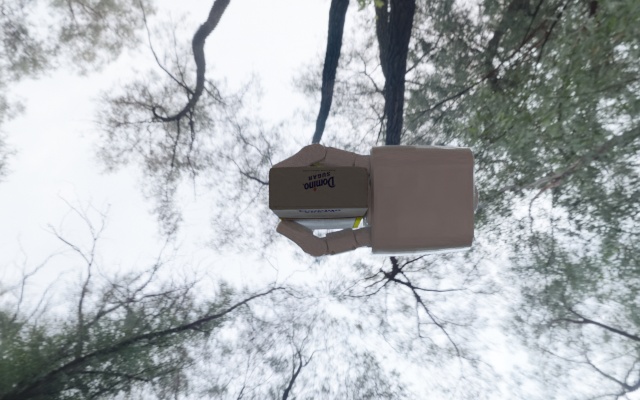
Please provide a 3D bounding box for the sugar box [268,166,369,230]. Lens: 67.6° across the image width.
[{"bbox_3d":[0.000,0.001,0.516,0.093,0.048,0.176,-1,-11,1],"label":"sugar box"}]
